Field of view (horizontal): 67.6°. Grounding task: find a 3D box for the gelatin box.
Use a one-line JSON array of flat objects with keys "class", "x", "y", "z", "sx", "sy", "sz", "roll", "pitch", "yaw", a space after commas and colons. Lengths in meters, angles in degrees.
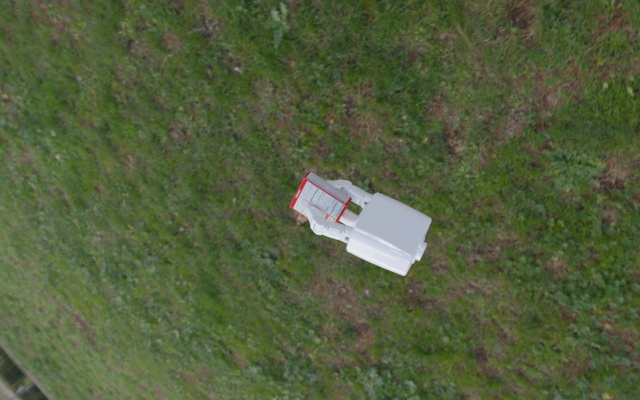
[{"class": "gelatin box", "x": 0.000, "y": 0.003, "z": 0.831, "sx": 0.089, "sy": 0.073, "sz": 0.030, "roll": 32, "pitch": 40, "yaw": 3}]
